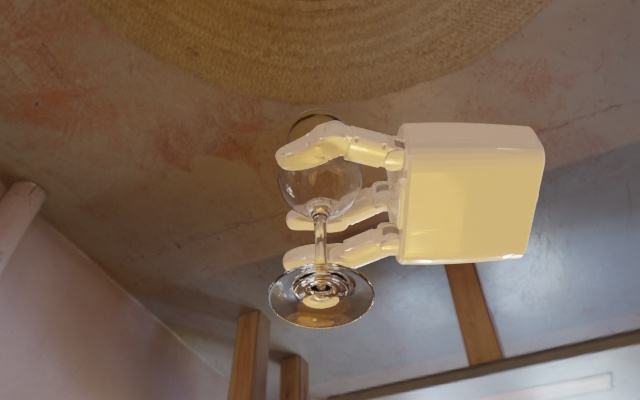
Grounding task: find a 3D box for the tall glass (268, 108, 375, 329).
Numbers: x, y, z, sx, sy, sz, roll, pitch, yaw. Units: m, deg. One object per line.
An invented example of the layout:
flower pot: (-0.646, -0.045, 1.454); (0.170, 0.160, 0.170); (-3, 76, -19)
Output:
tall glass: (0.000, 0.002, 0.404); (0.079, 0.079, 0.200); (0, 43, -1)
